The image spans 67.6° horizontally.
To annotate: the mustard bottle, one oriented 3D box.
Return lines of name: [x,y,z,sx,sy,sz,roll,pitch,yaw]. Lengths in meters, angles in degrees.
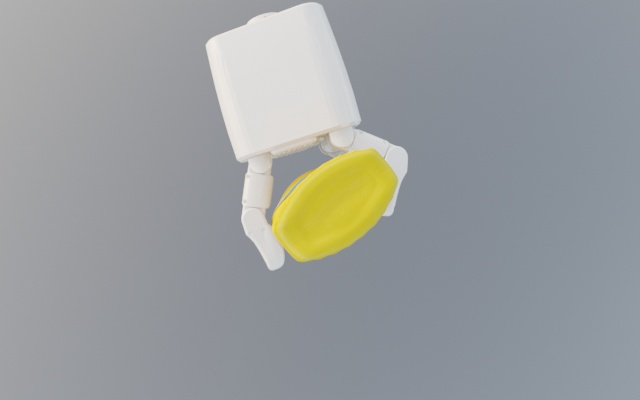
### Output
mustard bottle: [0.000,0.002,0.424,0.096,0.058,0.191,-42,6,-5]
